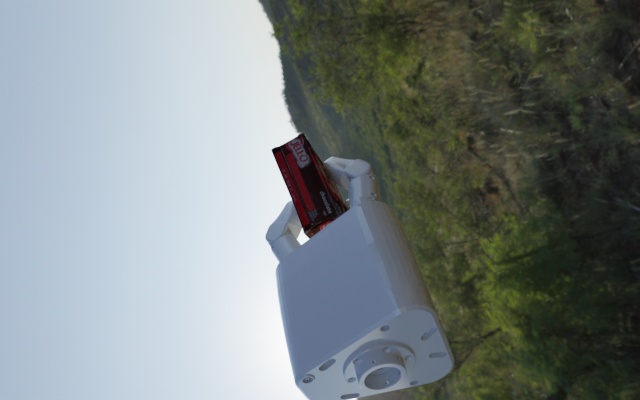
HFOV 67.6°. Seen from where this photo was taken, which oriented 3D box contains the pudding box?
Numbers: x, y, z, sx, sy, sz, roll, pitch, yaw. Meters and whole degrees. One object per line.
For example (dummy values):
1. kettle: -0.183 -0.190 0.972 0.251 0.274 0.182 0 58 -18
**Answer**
1. pudding box: 0.000 0.002 0.456 0.039 0.090 0.113 -24 -24 4
